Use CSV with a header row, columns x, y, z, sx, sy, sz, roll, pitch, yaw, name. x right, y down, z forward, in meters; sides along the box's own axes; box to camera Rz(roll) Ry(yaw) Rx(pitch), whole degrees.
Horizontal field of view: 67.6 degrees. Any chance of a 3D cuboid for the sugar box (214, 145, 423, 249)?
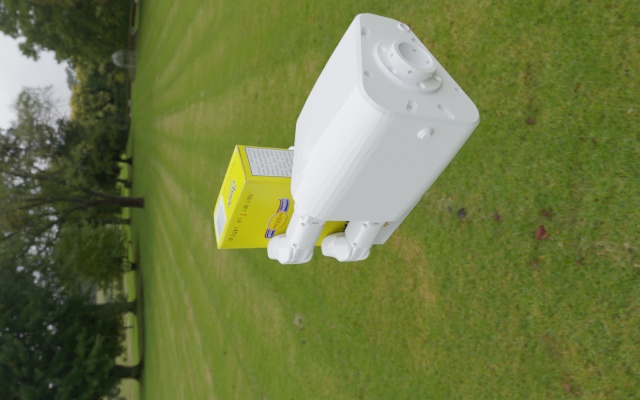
x,y,z,sx,sy,sz,roll,pitch,yaw,name
0.000,0.002,0.432,0.176,0.048,0.093,3,-40,-26,sugar box
